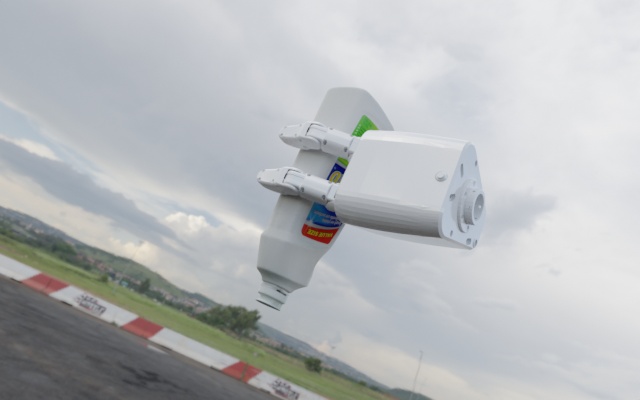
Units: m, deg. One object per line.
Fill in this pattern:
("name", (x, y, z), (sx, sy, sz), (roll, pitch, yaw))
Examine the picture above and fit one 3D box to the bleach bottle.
("bleach bottle", (0.000, 0.002, 0.527), (0.068, 0.250, 0.103), (11, -22, 37))
